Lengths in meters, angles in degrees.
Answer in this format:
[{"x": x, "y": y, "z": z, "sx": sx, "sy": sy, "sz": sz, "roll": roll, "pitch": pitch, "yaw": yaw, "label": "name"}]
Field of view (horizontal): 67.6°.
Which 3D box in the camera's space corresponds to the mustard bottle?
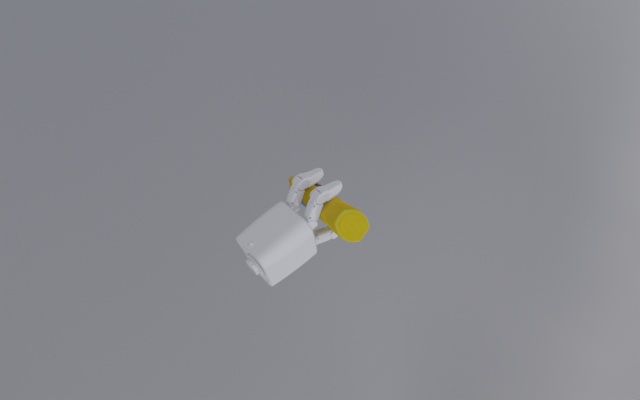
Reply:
[{"x": 0.001, "y": 0.003, "z": 0.883, "sx": 0.191, "sy": 0.058, "sz": 0.096, "roll": 37, "pitch": 3, "yaw": 41, "label": "mustard bottle"}]
